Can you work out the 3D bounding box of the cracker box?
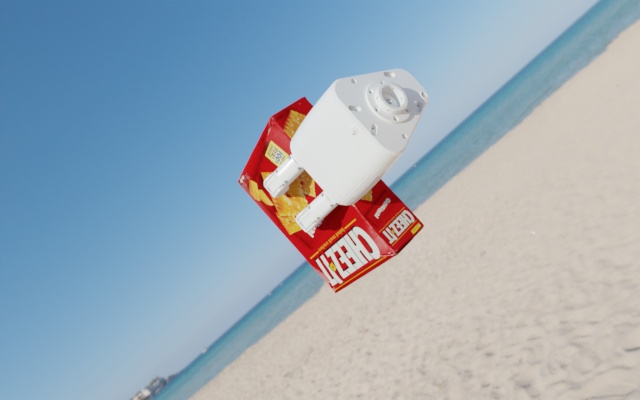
[{"bbox_3d":[0.000,0.002,0.615,0.072,0.213,0.164,-39,-5,-35],"label":"cracker box"}]
